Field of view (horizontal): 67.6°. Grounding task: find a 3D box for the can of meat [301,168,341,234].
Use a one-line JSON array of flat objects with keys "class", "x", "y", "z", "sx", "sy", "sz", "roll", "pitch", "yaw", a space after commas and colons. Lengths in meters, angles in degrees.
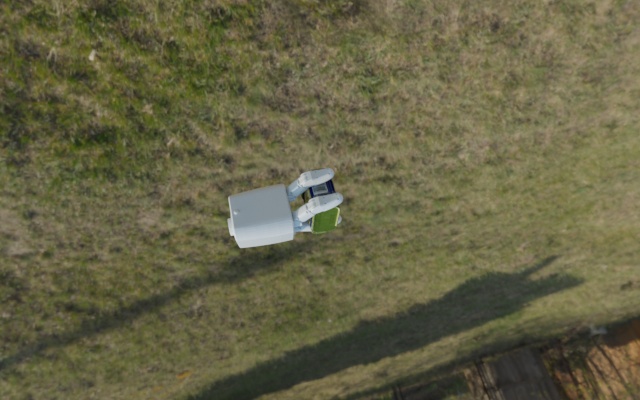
[{"class": "can of meat", "x": 0.000, "y": 0.003, "z": 0.899, "sx": 0.057, "sy": 0.084, "sz": 0.102, "roll": -9, "pitch": -31, "yaw": -10}]
